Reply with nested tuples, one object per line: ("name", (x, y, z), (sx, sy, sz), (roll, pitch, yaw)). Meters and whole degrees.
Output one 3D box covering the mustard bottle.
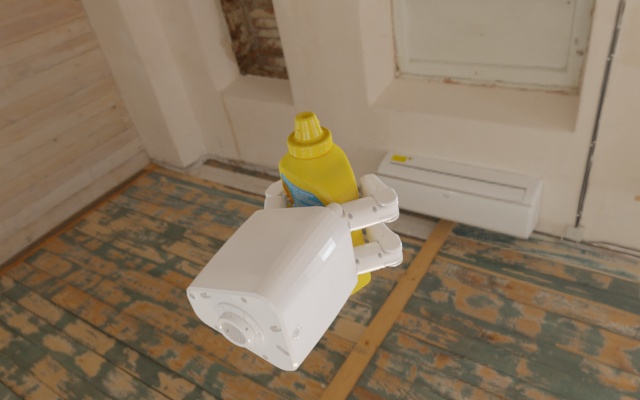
("mustard bottle", (0.000, 0.002, 0.476), (0.058, 0.192, 0.096), (-29, 40, -23))
